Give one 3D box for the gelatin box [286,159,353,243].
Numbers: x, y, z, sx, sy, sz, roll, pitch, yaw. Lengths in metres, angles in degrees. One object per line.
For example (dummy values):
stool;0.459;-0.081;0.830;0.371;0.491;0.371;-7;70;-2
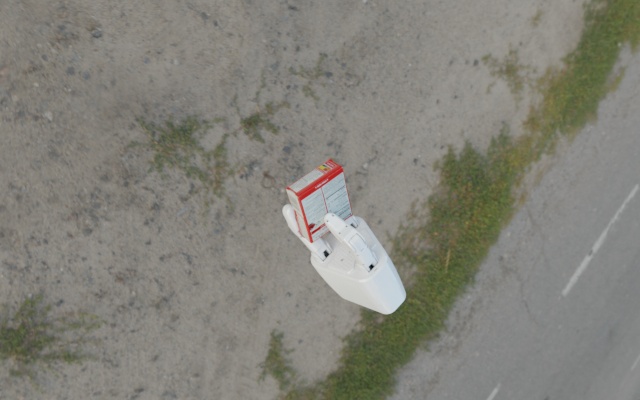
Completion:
gelatin box;0.000;0.002;0.618;0.073;0.089;0.030;-35;46;-21
